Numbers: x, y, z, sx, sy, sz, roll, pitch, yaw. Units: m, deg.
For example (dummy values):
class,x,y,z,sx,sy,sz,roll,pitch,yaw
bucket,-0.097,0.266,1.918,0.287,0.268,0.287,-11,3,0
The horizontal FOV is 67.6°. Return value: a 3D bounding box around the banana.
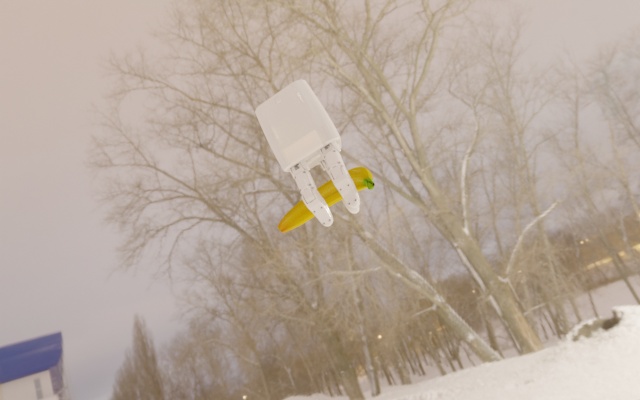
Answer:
class,x,y,z,sx,sy,sz,roll,pitch,yaw
banana,0.011,-0.006,0.737,0.198,0.037,0.069,-30,7,37
